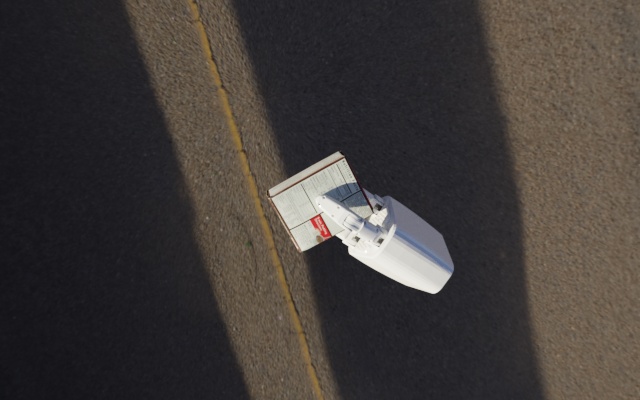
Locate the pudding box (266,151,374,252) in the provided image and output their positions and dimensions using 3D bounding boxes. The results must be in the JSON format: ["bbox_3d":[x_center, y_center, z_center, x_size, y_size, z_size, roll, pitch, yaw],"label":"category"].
[{"bbox_3d":[0.000,0.002,0.618,0.113,0.090,0.039,-29,18,-2],"label":"pudding box"}]
